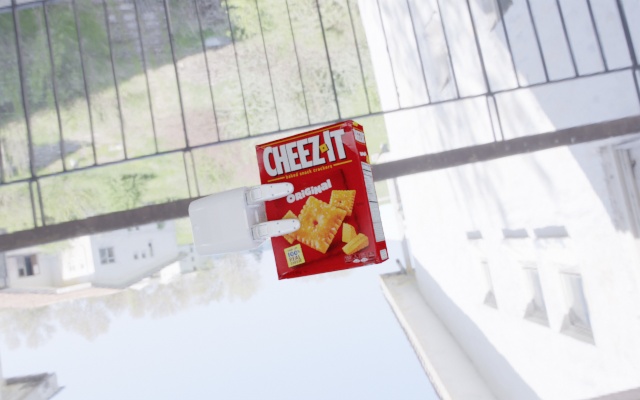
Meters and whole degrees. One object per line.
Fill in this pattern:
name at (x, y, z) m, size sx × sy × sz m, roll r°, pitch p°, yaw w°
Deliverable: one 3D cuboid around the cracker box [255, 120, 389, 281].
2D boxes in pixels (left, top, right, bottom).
cracker box at (0.000, 0.003, 0.728) m, size 0.164 × 0.213 × 0.072 m, roll -12°, pitch -5°, yaw 19°
